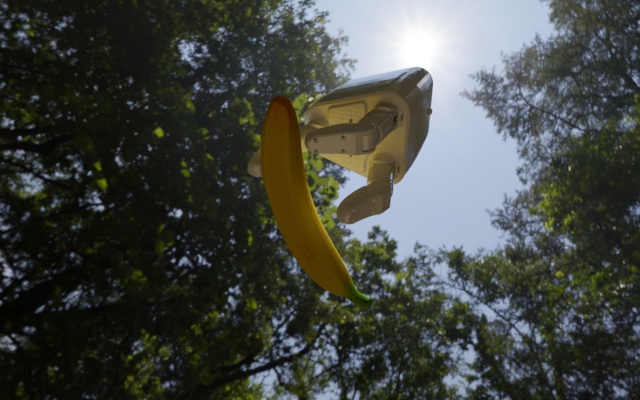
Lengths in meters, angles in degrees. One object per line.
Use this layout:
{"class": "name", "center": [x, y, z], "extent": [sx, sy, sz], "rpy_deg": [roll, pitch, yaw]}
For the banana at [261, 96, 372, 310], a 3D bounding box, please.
{"class": "banana", "center": [-0.013, 0.007, 0.418], "extent": [0.069, 0.198, 0.037], "rpy_deg": [-10, 22, 38]}
